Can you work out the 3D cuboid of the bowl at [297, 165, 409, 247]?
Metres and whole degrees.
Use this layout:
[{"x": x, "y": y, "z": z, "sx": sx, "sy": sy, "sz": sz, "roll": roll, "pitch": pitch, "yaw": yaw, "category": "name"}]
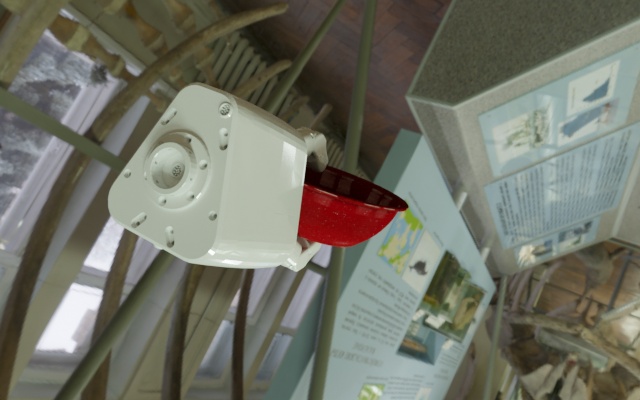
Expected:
[{"x": 0.001, "y": 0.002, "z": 0.465, "sx": 0.162, "sy": 0.055, "sz": 0.162, "roll": 18, "pitch": 12, "yaw": -4, "category": "bowl"}]
